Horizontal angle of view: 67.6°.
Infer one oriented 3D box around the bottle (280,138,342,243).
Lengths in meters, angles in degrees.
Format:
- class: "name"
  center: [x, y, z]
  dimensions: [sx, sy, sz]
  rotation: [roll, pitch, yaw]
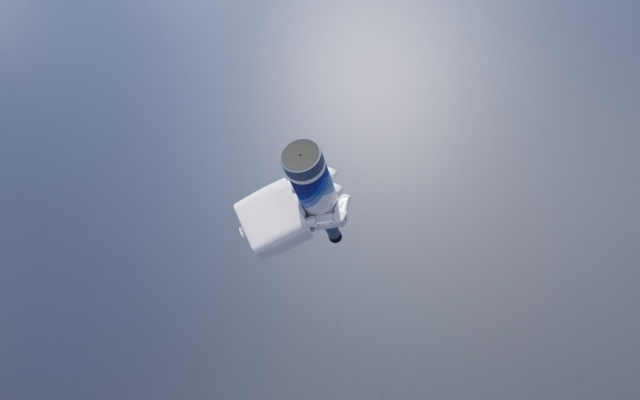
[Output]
- class: "bottle"
  center: [0.000, 0.003, 0.859]
  dimensions: [0.069, 0.069, 0.296]
  rotation: [0, -30, 14]
